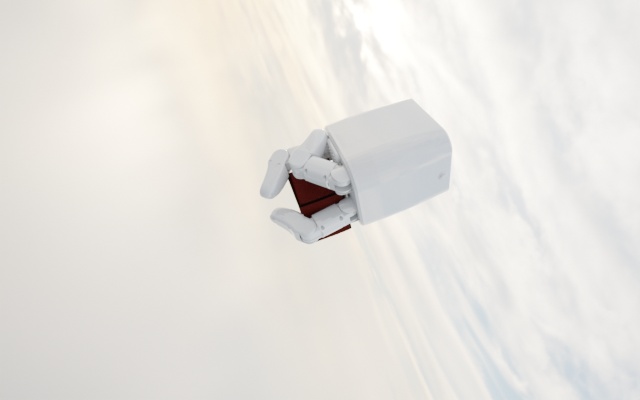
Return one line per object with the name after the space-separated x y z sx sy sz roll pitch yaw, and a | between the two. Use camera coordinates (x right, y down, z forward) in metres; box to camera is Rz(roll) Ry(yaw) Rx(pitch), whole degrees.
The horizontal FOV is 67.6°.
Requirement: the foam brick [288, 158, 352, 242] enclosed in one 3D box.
0.000 0.002 0.546 0.051 0.053 0.078 -21 -36 -3 | foam brick
